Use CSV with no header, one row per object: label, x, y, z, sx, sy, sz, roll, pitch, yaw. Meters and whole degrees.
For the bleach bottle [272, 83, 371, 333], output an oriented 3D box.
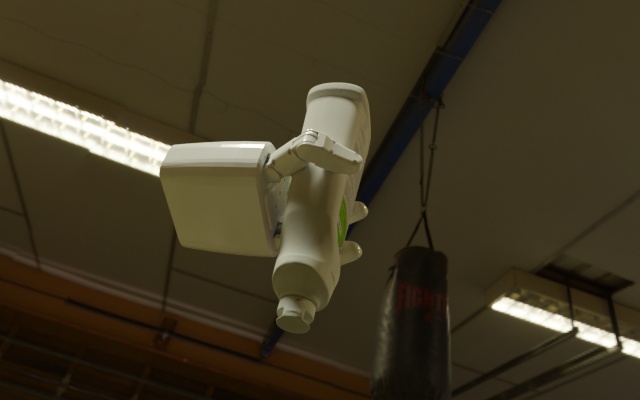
bleach bottle,0.000,0.002,0.457,0.068,0.250,0.103,2,-41,14
